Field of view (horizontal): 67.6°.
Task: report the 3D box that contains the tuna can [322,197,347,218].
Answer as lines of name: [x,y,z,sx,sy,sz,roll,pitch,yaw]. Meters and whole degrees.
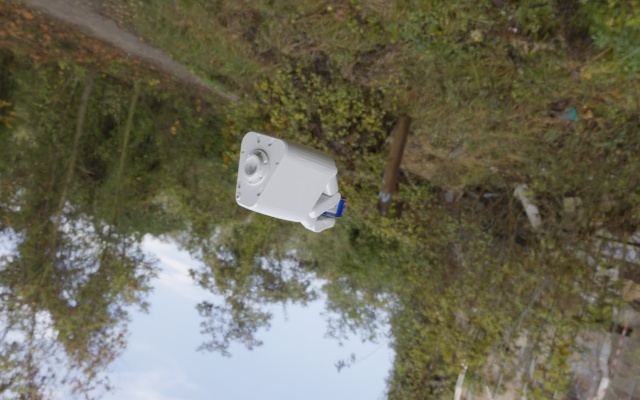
tuna can: [0.000,0.003,0.807,0.086,0.034,0.086,14,3,-1]
